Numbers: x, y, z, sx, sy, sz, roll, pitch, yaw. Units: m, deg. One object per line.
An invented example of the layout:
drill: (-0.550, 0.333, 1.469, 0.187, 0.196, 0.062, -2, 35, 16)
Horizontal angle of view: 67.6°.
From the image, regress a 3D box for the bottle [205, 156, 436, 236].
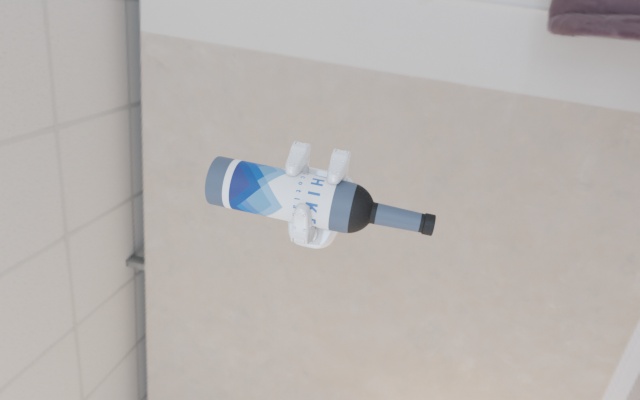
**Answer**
bottle: (0.000, 0.002, 0.623, 0.295, 0.069, 0.069, 12, 2, 9)
